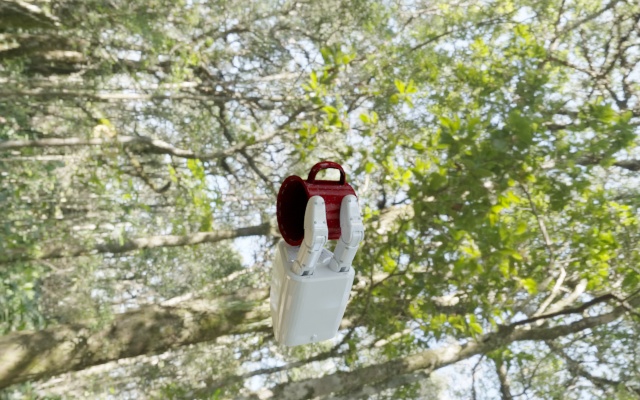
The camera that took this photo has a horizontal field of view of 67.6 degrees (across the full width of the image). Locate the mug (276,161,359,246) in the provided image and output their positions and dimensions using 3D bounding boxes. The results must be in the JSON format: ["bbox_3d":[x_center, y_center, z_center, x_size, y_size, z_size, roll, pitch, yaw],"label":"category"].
[{"bbox_3d":[0.001,0.001,0.635,0.081,0.117,0.093,0,26,-33],"label":"mug"}]
